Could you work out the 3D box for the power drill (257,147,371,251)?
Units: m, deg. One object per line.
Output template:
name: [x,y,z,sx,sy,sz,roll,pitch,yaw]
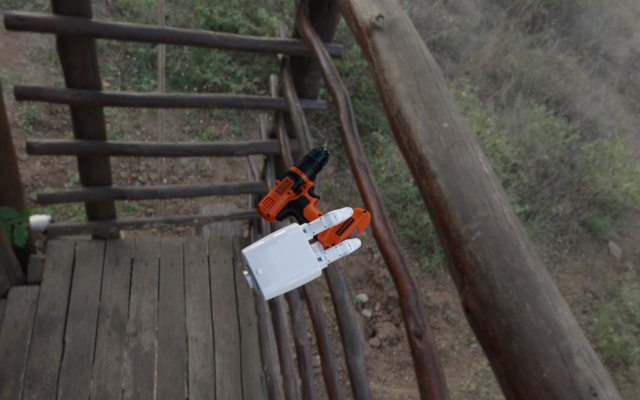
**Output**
power drill: [0.000,0.003,0.899,0.187,0.184,0.057,37,-13,24]
